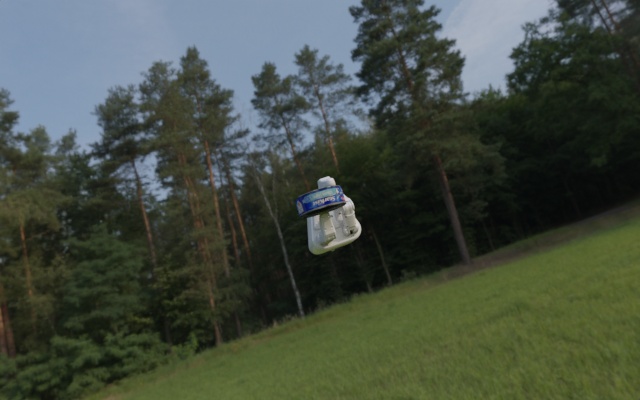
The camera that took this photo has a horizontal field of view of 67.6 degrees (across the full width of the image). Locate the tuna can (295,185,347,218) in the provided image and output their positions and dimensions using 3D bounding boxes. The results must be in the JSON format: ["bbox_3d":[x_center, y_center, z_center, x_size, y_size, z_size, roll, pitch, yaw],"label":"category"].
[{"bbox_3d":[0.000,0.002,0.836,0.086,0.033,0.086,-17,-8,-2],"label":"tuna can"}]
